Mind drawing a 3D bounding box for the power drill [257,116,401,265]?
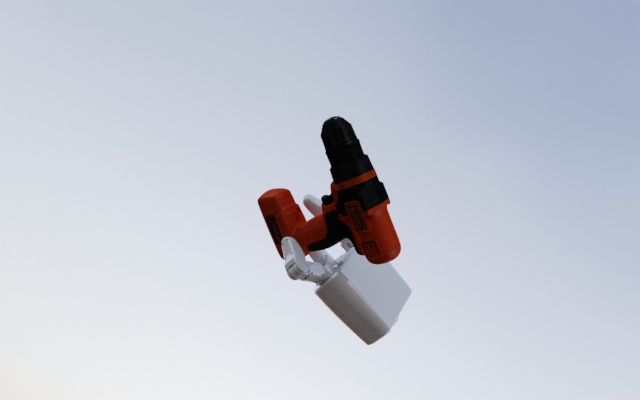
[{"bbox_3d":[0.000,0.002,0.614,0.188,0.184,0.057,-16,6,46],"label":"power drill"}]
